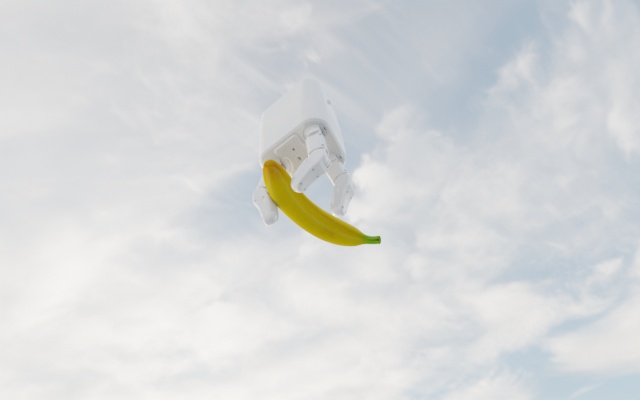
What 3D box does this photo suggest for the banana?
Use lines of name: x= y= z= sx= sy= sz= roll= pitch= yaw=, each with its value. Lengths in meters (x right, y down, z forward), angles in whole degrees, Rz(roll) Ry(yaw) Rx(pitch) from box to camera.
banana: x=-0.010 y=0.012 z=0.626 sx=0.198 sy=0.037 sz=0.070 roll=34 pitch=-49 yaw=-28
